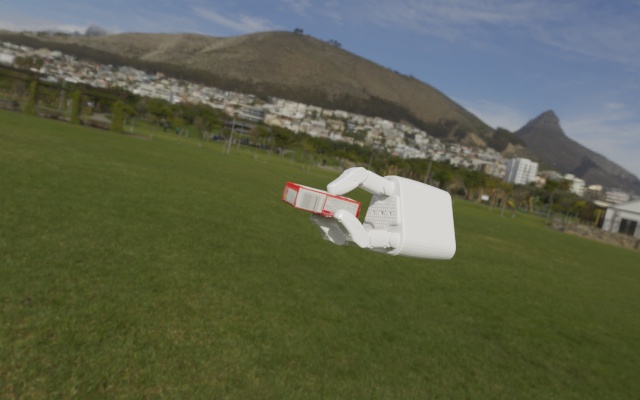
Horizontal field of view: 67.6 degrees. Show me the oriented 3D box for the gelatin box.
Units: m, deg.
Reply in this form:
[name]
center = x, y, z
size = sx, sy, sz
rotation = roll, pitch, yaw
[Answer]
[gelatin box]
center = 0.000, 0.002, 0.640
size = 0.089, 0.030, 0.073
rotation = 15, 3, -19
